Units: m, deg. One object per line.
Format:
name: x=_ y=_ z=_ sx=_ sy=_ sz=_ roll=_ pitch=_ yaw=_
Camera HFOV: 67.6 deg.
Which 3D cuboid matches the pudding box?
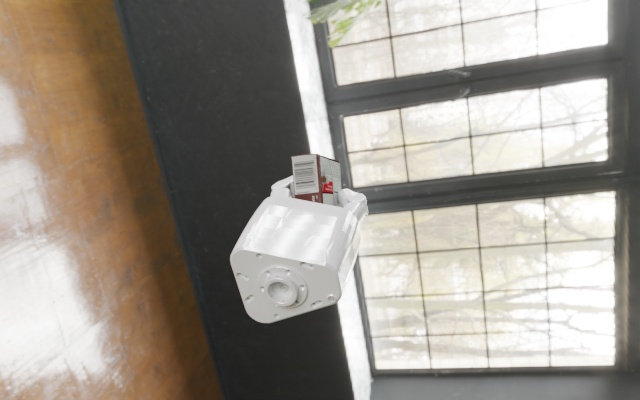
pudding box: x=0.000 y=0.002 z=0.599 sx=0.039 sy=0.113 sz=0.090 roll=-4 pitch=-3 yaw=18
